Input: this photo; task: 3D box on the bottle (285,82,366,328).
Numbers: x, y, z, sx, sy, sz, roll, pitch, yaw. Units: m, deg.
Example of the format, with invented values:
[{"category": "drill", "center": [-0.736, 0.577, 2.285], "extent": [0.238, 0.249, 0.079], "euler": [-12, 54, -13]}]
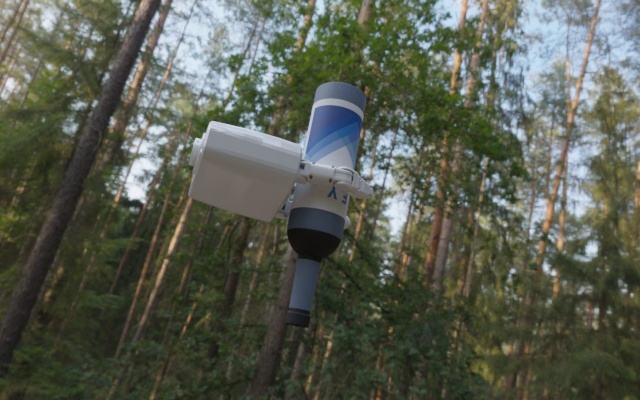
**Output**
[{"category": "bottle", "center": [0.000, 0.002, 0.576], "extent": [0.069, 0.295, 0.069], "euler": [10, -18, 3]}]
